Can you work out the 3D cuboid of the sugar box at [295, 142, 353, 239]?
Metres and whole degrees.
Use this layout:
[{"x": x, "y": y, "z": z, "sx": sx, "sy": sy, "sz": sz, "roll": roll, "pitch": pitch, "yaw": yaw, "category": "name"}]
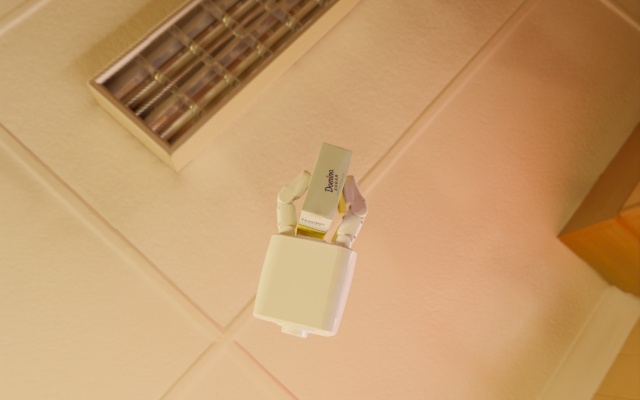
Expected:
[{"x": 0.001, "y": 0.002, "z": 0.640, "sx": 0.048, "sy": 0.093, "sz": 0.176, "roll": 18, "pitch": -18, "yaw": -3, "category": "sugar box"}]
